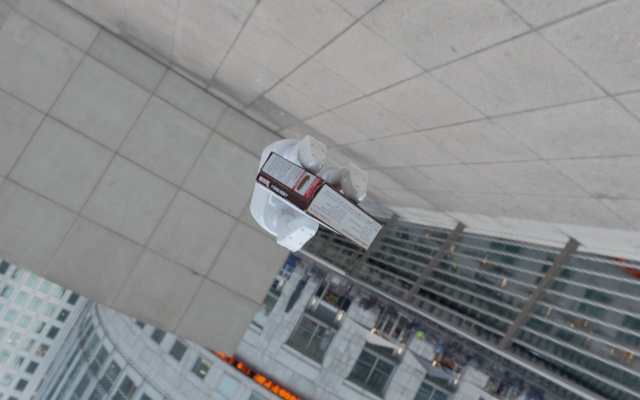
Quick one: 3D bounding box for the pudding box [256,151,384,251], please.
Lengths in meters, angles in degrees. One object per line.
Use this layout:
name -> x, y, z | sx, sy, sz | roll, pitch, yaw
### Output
pudding box -> 0.000, 0.002, 0.491 | 0.090, 0.039, 0.113 | 30, -1, 44
